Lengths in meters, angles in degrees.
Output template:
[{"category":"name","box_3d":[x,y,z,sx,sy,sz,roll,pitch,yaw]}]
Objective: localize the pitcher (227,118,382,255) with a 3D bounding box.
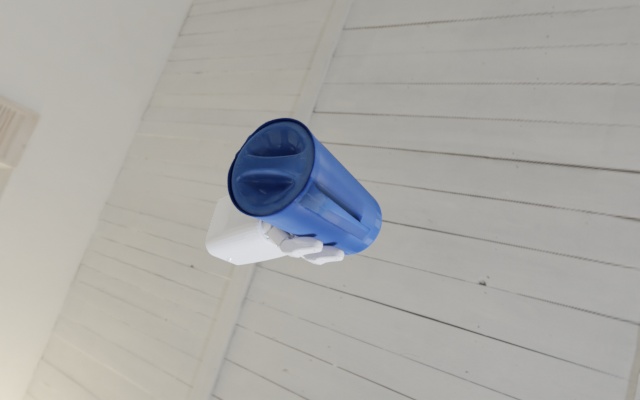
[{"category":"pitcher","box_3d":[0.000,0.002,0.671,0.145,0.149,0.243,-17,-29,26]}]
